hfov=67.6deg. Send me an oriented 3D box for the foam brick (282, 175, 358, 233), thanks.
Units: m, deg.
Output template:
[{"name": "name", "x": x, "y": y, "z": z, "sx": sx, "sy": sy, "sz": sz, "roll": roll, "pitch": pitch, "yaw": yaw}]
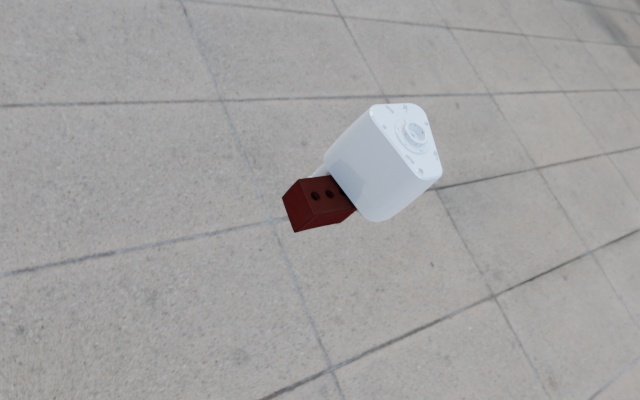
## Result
[{"name": "foam brick", "x": 0.000, "y": 0.002, "z": 0.610, "sx": 0.078, "sy": 0.053, "sz": 0.051, "roll": -11, "pitch": -21, "yaw": -36}]
